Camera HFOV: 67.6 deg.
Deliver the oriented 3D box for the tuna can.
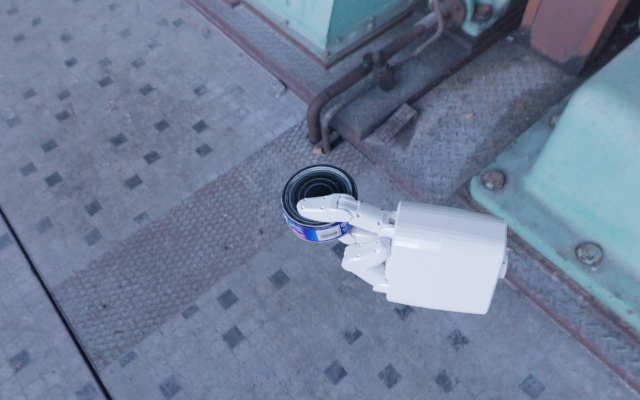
[{"bbox_3d":[0.000,0.001,0.526,0.086,0.086,0.034,0,-33,10],"label":"tuna can"}]
